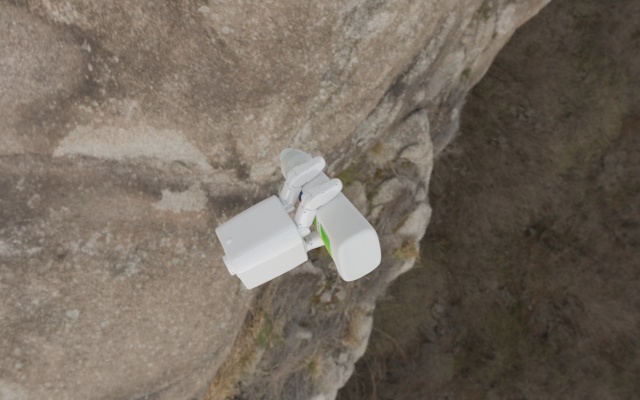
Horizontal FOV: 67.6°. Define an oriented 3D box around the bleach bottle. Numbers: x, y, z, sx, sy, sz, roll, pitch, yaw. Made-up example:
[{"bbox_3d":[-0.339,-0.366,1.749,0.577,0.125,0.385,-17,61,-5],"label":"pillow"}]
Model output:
[{"bbox_3d":[0.000,0.002,0.747,0.068,0.103,0.250,-27,48,-11],"label":"bleach bottle"}]
